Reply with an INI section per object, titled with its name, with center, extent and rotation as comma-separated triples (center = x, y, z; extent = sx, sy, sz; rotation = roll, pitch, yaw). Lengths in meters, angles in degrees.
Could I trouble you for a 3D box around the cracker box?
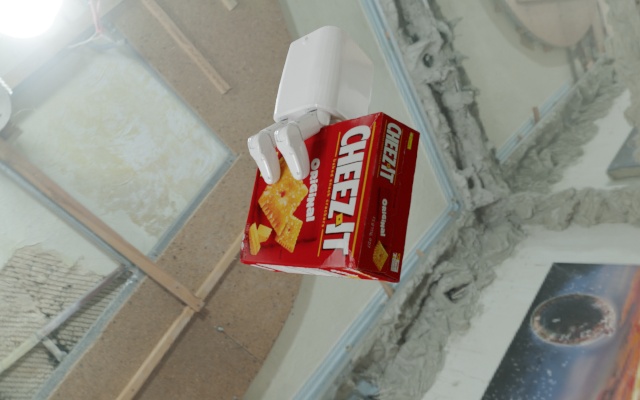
[cracker box]
center = 0.000, 0.002, 0.550
extent = 0.072, 0.164, 0.214
rotation = 20, -16, -38
